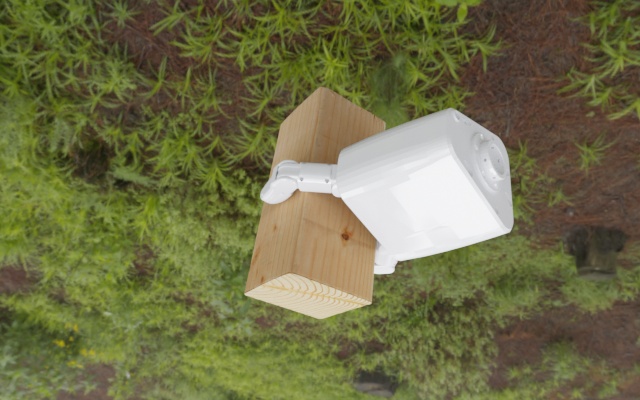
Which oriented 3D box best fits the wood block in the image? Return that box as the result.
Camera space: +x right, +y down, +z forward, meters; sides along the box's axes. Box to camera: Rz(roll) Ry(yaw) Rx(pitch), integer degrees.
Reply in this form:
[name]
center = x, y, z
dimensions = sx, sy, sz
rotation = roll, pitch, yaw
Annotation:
[wood block]
center = 0.000, 0.001, 0.488
dimensions = 0.091, 0.206, 0.090
rotation = 25, -33, -26
